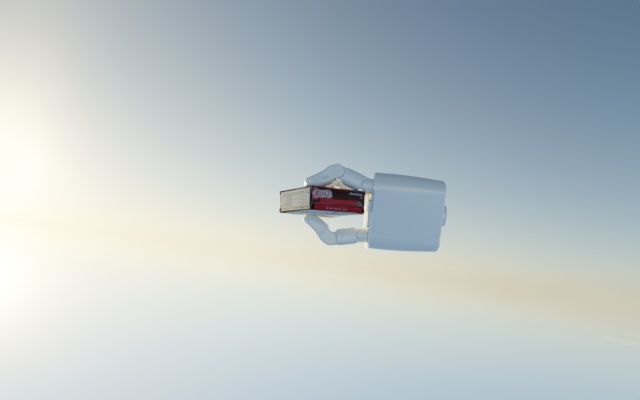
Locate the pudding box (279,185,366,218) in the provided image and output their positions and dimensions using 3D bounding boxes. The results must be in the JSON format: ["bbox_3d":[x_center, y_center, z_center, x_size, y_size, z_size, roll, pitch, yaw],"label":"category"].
[{"bbox_3d":[0.000,0.003,0.711,0.090,0.039,0.113,7,-8,-27],"label":"pudding box"}]
